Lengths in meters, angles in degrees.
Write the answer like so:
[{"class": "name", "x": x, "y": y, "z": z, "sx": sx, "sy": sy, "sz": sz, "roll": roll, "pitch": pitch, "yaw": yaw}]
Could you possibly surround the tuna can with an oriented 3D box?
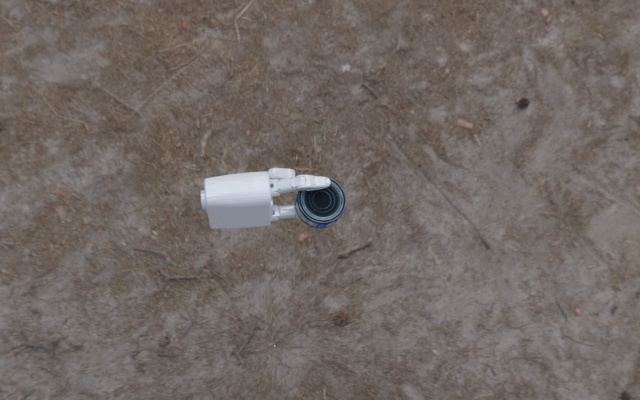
[{"class": "tuna can", "x": 0.000, "y": 0.002, "z": 0.817, "sx": 0.086, "sy": 0.086, "sz": 0.034, "roll": 0, "pitch": -17, "yaw": -11}]
